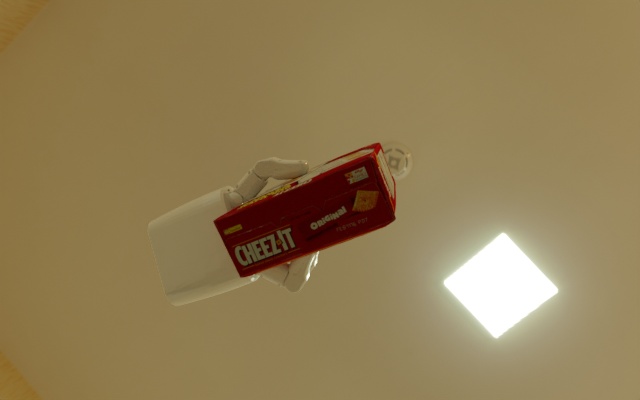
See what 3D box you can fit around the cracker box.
[{"bbox_3d":[0.000,0.002,0.538,0.164,0.072,0.213,-22,6,12],"label":"cracker box"}]
